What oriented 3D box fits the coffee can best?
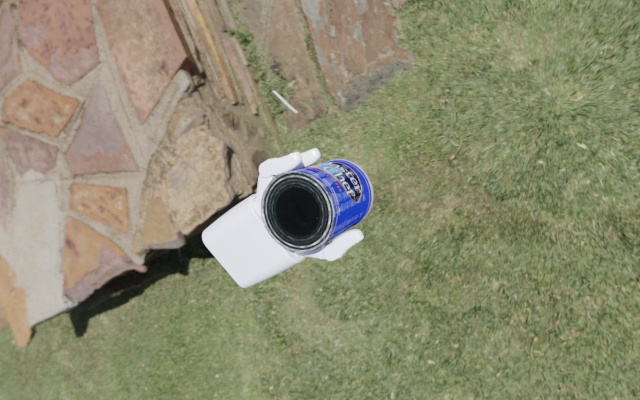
[{"bbox_3d":[0.000,0.002,0.643,0.103,0.103,0.140,0,10,26],"label":"coffee can"}]
